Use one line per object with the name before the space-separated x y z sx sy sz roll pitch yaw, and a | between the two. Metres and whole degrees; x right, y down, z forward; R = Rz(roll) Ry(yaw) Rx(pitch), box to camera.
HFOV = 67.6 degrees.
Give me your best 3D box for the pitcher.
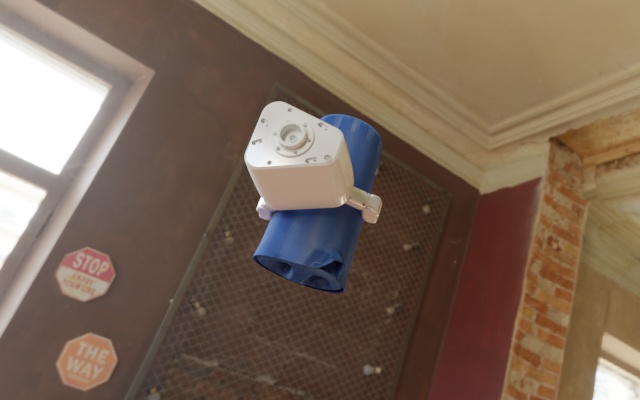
pitcher | 0.000 0.002 0.699 0.149 0.242 0.145 15 -21 14
